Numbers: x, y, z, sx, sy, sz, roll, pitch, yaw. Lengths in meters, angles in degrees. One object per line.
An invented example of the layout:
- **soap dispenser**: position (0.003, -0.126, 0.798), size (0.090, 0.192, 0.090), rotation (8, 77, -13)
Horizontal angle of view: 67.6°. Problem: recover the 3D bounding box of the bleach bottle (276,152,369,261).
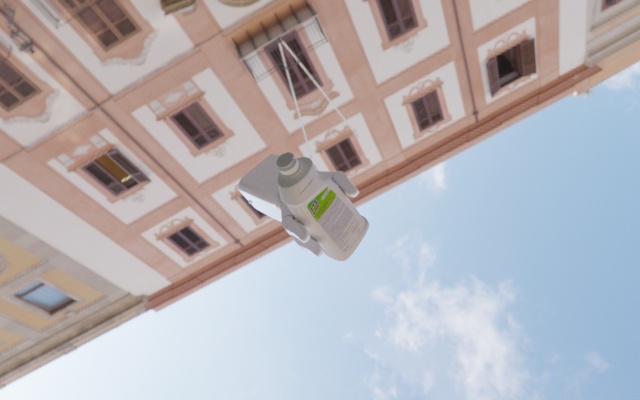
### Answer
- **bleach bottle**: position (0.000, 0.003, 0.797), size (0.068, 0.102, 0.251), rotation (20, -23, 36)
